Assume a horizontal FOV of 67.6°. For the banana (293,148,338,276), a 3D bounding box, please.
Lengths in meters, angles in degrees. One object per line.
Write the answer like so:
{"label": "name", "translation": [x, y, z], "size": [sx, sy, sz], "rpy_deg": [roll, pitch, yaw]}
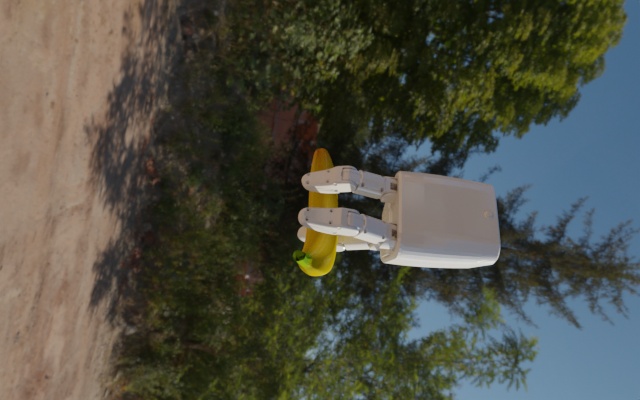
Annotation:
{"label": "banana", "translation": [0.001, 0.019, 0.536], "size": [0.037, 0.070, 0.197], "rpy_deg": [0, 37, 5]}
